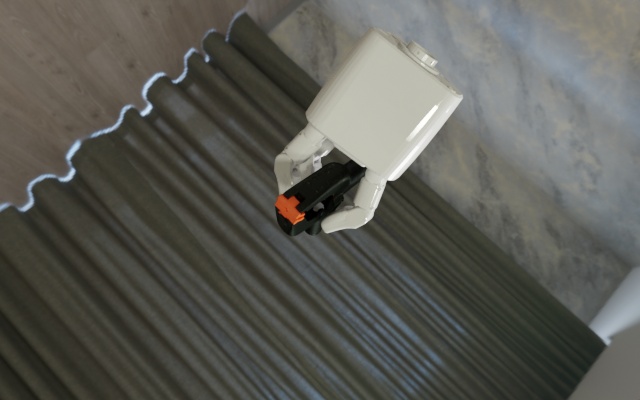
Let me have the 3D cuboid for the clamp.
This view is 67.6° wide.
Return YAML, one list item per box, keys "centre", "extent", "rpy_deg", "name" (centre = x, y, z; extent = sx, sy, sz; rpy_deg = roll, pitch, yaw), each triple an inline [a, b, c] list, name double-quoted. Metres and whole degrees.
- centre: [0.001, 0.002, 0.535]
  extent: [0.036, 0.165, 0.210]
  rpy_deg: [44, 26, 10]
  name: "clamp"
